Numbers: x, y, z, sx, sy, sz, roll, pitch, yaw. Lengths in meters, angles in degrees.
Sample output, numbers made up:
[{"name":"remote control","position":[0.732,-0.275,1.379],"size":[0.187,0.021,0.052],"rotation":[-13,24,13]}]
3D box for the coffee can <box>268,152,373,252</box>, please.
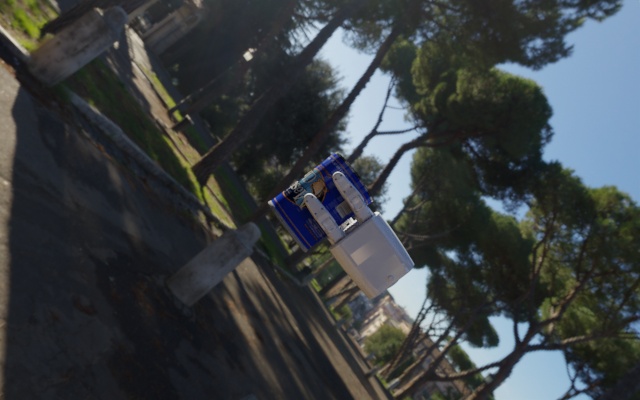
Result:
[{"name":"coffee can","position":[0.000,0.003,0.782],"size":[0.140,0.103,0.103],"rotation":[-37,2,-2]}]
